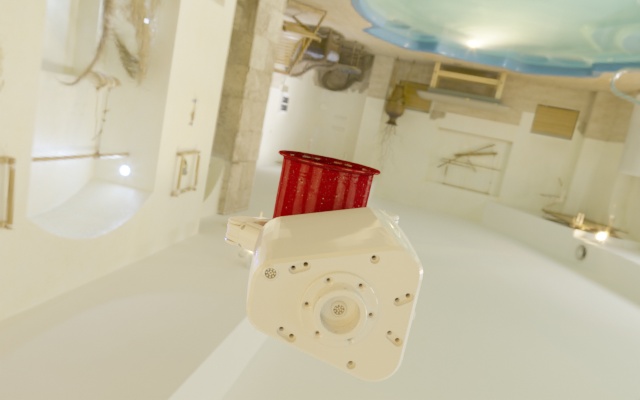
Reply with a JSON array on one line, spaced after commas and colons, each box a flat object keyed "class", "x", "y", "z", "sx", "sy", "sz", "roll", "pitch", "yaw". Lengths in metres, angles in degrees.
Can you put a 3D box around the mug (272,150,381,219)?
[{"class": "mug", "x": 0.000, "y": 0.001, "z": 0.446, "sx": 0.093, "sy": 0.081, "sz": 0.117, "roll": 11, "pitch": 9, "yaw": -3}]
